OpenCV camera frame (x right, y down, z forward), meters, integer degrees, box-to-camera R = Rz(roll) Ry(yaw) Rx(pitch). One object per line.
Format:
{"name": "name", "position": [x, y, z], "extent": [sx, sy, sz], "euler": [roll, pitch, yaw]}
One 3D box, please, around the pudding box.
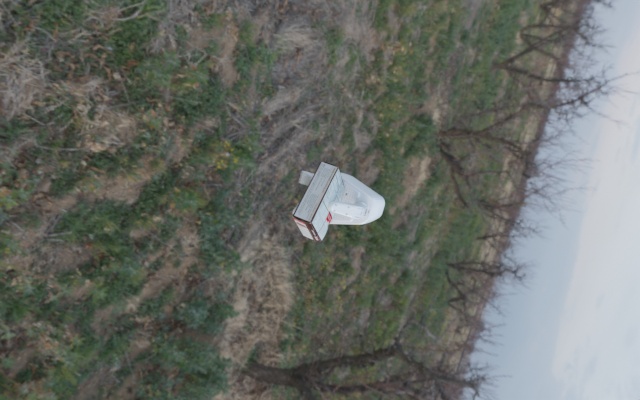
{"name": "pudding box", "position": [0.000, 0.003, 0.812], "extent": [0.039, 0.113, 0.090], "euler": [18, -20, 20]}
